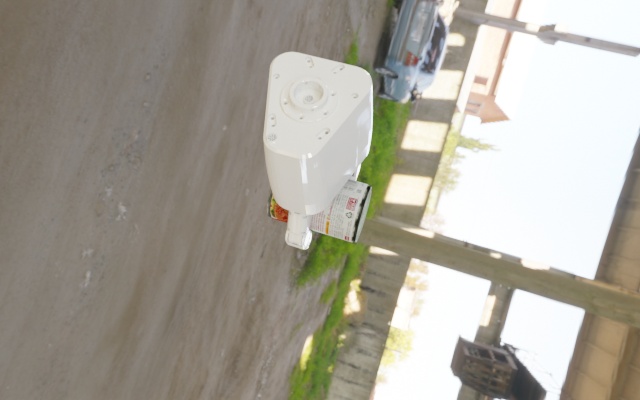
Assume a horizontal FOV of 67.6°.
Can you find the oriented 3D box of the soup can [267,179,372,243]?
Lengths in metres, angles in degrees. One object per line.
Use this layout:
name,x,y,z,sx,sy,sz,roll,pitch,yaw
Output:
soup can,0.000,0.002,0.536,0.102,0.068,0.068,16,3,10
